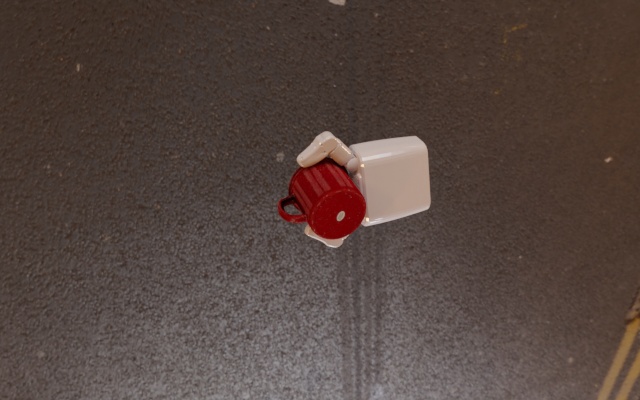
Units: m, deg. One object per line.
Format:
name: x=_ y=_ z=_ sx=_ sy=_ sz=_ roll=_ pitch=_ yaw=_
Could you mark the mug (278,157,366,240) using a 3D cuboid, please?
mug: x=-0.001 y=0.002 z=0.649 sx=0.117 sy=0.093 sz=0.081 roll=-13 pitch=34 yaw=-15
